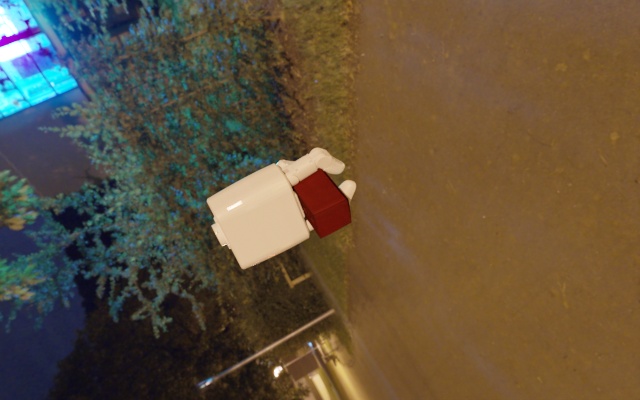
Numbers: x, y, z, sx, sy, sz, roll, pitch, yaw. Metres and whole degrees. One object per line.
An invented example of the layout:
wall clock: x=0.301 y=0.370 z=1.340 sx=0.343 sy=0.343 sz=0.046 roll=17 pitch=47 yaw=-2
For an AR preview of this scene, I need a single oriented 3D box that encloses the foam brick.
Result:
foam brick: x=0.000 y=0.002 z=0.652 sx=0.051 sy=0.053 sz=0.078 roll=-27 pitch=49 yaw=-12
